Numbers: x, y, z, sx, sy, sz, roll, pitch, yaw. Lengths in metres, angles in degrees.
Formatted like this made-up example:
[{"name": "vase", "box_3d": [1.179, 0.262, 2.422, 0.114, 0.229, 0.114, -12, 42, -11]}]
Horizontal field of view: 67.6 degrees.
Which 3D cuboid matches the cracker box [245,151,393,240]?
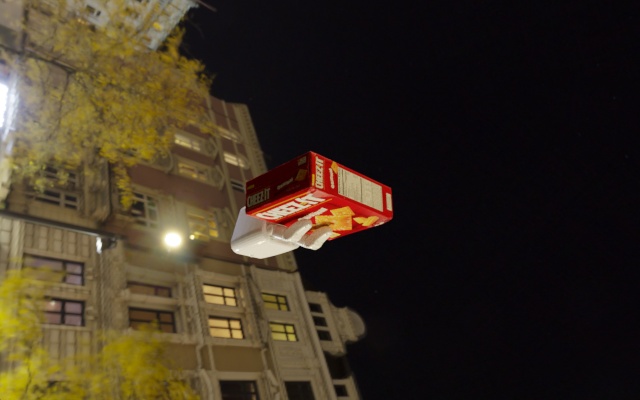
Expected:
[{"name": "cracker box", "box_3d": [0.000, 0.003, 0.847, 0.164, 0.072, 0.214, -22, -29, 39]}]
